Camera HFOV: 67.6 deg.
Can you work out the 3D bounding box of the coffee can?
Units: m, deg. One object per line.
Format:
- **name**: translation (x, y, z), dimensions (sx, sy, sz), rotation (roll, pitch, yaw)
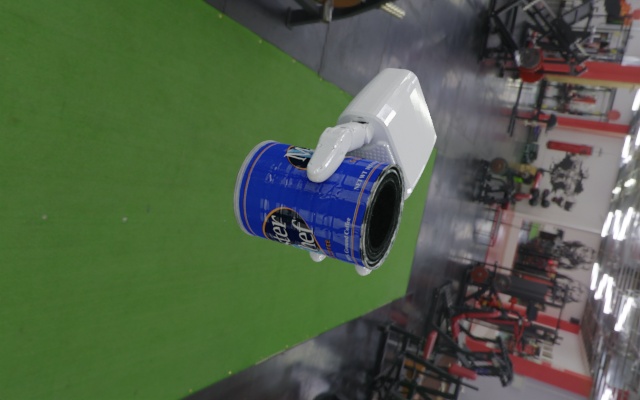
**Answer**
- **coffee can**: translation (0.000, 0.002, 0.476), dimensions (0.140, 0.103, 0.103), rotation (14, 6, 26)
